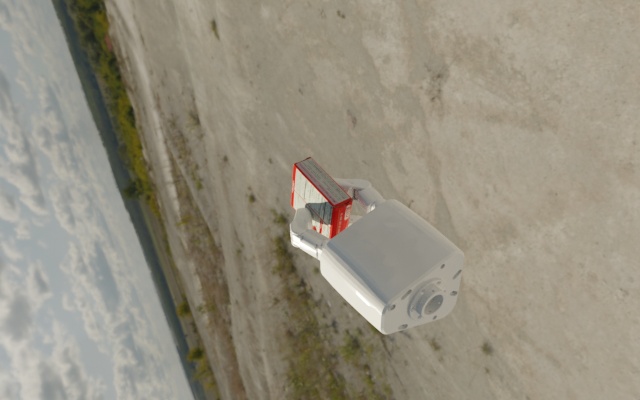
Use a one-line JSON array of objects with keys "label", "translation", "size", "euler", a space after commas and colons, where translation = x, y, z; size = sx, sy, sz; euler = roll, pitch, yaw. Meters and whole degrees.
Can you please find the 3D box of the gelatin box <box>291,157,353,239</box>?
[{"label": "gelatin box", "translation": [0.000, 0.002, 0.587], "size": [0.030, 0.073, 0.089], "euler": [-25, 53, -27]}]
